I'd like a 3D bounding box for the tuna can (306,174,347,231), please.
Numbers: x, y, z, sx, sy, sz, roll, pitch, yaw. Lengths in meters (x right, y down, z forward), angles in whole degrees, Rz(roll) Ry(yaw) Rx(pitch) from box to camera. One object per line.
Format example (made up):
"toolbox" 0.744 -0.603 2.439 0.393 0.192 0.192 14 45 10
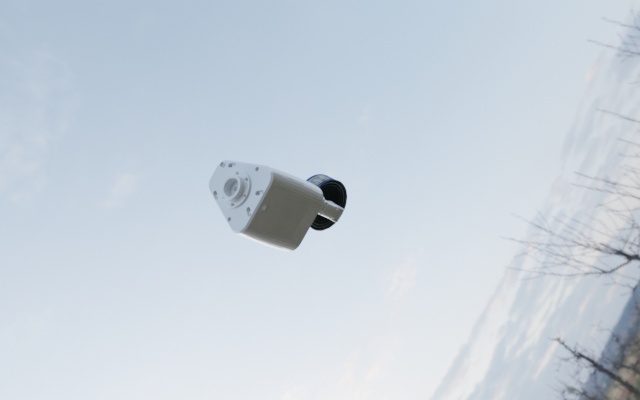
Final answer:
"tuna can" 0.000 0.002 0.752 0.086 0.086 0.033 0 21 -45
